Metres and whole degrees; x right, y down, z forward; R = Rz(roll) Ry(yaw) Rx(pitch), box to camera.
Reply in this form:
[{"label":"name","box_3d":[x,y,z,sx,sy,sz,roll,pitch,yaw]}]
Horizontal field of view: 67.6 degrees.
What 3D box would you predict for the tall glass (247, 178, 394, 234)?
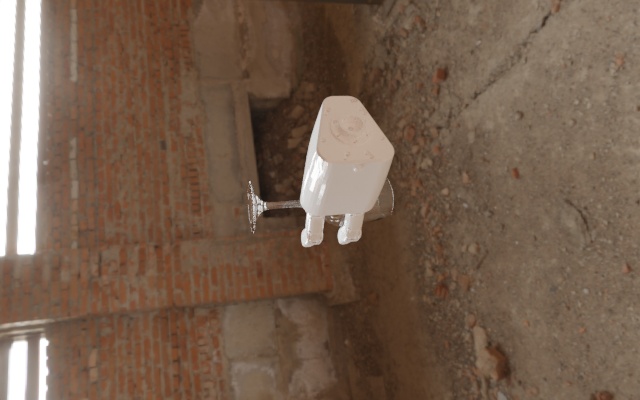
[{"label":"tall glass","box_3d":[-0.001,0.002,0.684,0.201,0.079,0.079,-4,1,-14]}]
